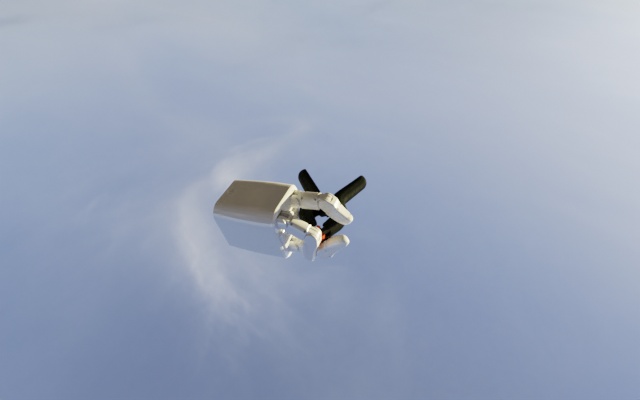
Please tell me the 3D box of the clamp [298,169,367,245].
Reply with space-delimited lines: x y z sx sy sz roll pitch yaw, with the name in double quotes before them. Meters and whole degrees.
"clamp" 0.000 0.003 0.795 0.120 0.039 0.171 8 38 17
